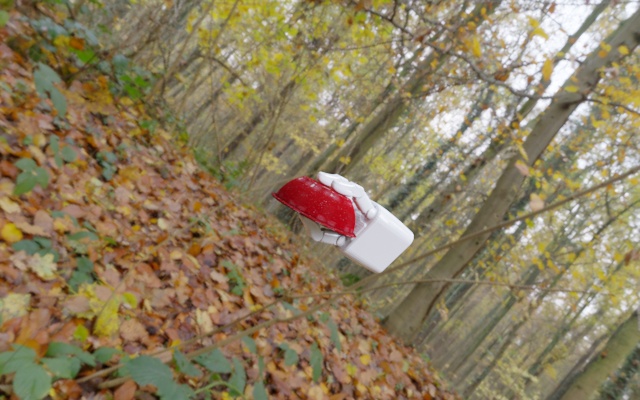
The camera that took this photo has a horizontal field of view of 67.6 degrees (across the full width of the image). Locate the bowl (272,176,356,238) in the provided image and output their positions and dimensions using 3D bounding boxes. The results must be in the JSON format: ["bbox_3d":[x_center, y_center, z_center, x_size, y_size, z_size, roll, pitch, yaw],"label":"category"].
[{"bbox_3d":[-0.001,0.002,0.812,0.162,0.055,0.162,27,4,-2],"label":"bowl"}]
